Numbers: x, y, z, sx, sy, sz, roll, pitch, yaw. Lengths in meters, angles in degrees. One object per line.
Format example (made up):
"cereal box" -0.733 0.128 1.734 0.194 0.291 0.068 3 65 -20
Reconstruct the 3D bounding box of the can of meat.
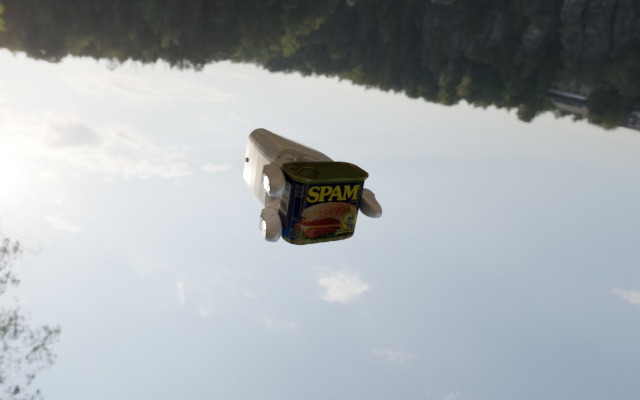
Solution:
"can of meat" 0.000 0.002 0.569 0.102 0.084 0.057 -4 25 -30
